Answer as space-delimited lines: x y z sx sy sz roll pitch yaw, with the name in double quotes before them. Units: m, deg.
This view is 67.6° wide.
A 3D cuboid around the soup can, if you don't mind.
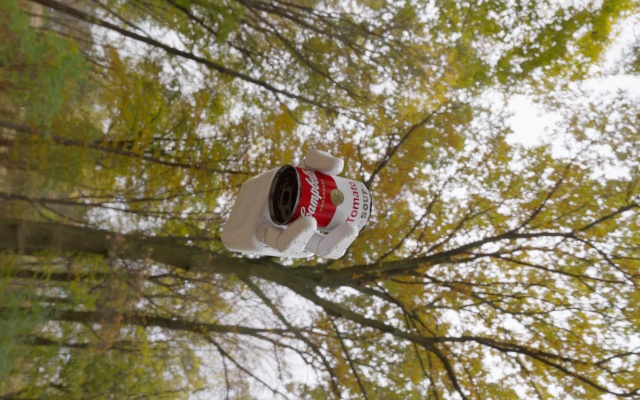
"soup can" 0.001 0.002 0.550 0.102 0.068 0.068 11 -6 -32
